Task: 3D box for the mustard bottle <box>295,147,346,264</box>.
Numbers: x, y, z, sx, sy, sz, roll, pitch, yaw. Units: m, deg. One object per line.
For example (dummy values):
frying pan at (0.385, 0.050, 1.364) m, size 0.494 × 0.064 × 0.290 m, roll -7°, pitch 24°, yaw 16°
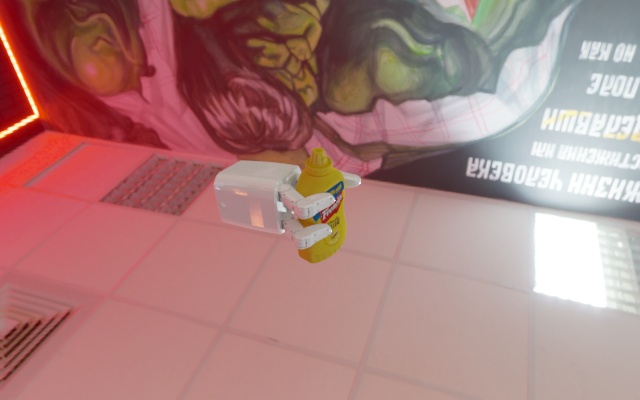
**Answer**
mustard bottle at (0.000, 0.003, 0.754) m, size 0.058 × 0.192 × 0.096 m, roll 26°, pitch 46°, yaw 34°
